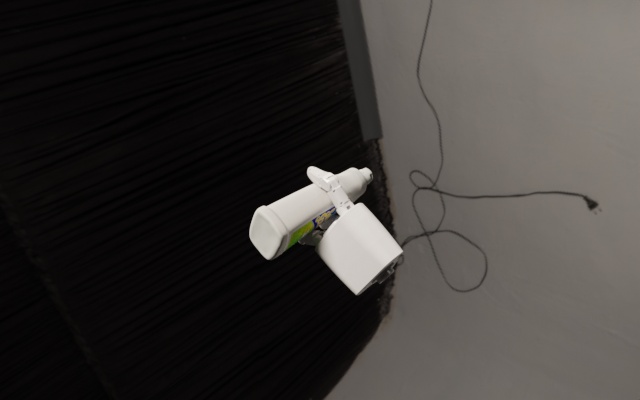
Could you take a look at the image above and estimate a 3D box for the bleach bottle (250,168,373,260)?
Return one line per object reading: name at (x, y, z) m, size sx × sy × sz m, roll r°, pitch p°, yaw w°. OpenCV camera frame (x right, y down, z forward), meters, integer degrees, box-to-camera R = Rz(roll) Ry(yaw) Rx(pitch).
bleach bottle at (0.000, 0.003, 0.809) m, size 0.250 × 0.068 × 0.103 m, roll -32°, pitch -18°, yaw -33°
